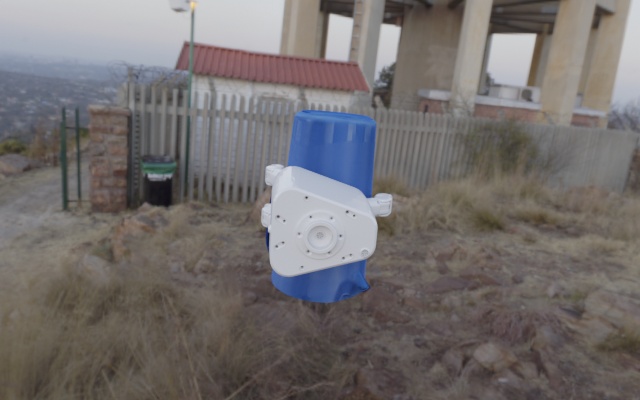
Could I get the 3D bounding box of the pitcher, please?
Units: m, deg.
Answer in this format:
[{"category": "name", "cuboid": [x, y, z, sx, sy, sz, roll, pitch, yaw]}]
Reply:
[{"category": "pitcher", "cuboid": [0.000, 0.002, 0.653, 0.149, 0.243, 0.145, 5, 13, -3]}]
